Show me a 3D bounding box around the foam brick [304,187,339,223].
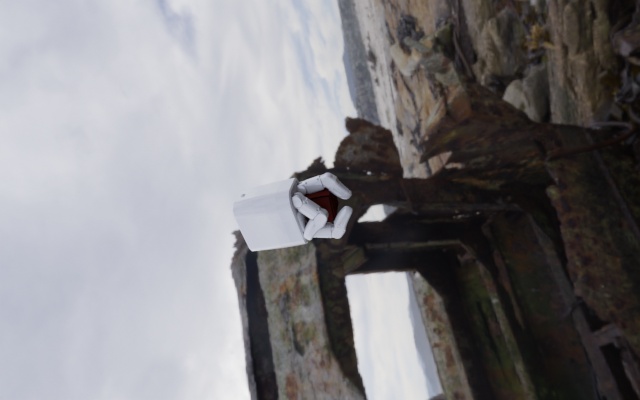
[{"bbox_3d":[0.000,0.003,0.863,0.051,0.053,0.078,-11,21,11],"label":"foam brick"}]
